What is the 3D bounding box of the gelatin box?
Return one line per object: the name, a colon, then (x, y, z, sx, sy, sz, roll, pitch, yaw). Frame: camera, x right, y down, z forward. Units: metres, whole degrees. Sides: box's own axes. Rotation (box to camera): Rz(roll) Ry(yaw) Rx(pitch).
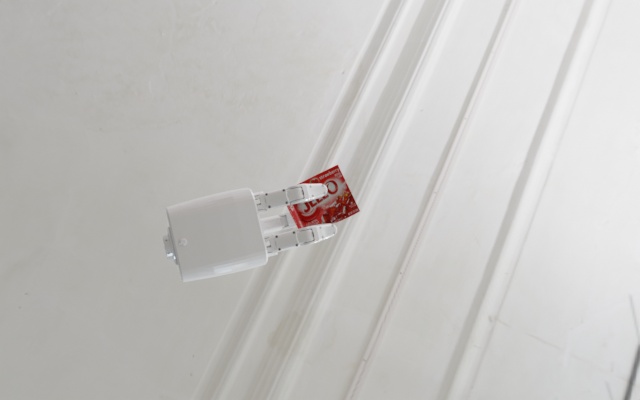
gelatin box: (0.000, 0.002, 0.656, 0.089, 0.073, 0.030, -27, 2, -24)
